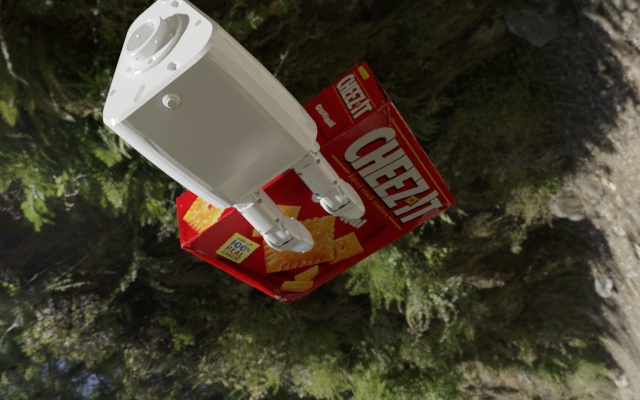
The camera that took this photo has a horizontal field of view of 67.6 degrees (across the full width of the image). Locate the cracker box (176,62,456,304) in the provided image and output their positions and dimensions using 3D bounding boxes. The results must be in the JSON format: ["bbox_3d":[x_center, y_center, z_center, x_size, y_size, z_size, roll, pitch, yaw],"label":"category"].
[{"bbox_3d":[0.000,0.001,0.456,0.214,0.072,0.164,-33,-43,14],"label":"cracker box"}]
